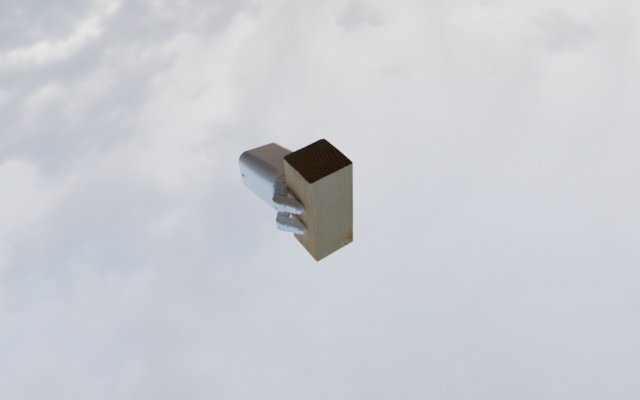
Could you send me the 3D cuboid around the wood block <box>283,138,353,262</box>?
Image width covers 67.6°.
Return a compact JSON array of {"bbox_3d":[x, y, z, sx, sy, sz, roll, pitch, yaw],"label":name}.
[{"bbox_3d":[0.000,0.003,0.885,0.091,0.206,0.090,-28,50,-22],"label":"wood block"}]
